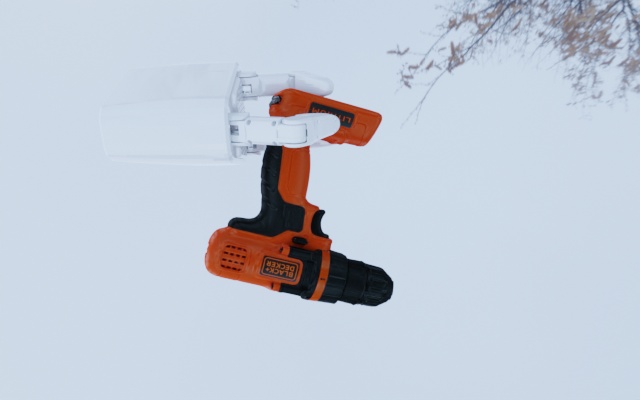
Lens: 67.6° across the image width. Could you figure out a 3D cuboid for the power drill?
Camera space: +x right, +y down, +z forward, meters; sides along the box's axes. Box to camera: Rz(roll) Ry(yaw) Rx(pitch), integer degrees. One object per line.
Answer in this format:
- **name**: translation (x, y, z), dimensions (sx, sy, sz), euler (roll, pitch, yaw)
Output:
- **power drill**: translation (0.000, 0.001, 0.453), dimensions (0.184, 0.187, 0.057), euler (14, -2, -14)
